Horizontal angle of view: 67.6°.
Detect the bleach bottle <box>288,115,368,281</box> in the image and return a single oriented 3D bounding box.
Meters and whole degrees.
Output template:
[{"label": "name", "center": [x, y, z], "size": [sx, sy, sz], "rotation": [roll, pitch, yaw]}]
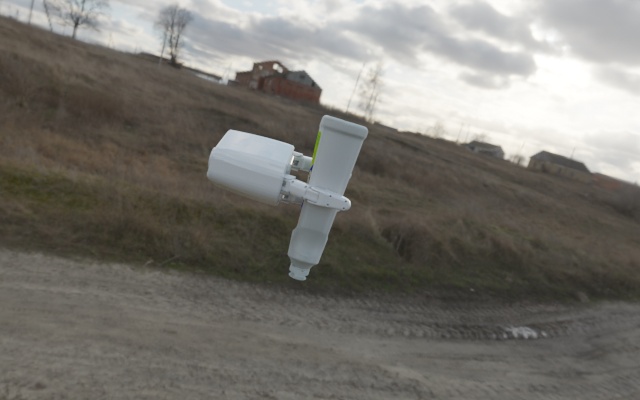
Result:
[{"label": "bleach bottle", "center": [0.000, 0.002, 0.715], "size": [0.068, 0.251, 0.102], "rotation": [16, 10, -4]}]
